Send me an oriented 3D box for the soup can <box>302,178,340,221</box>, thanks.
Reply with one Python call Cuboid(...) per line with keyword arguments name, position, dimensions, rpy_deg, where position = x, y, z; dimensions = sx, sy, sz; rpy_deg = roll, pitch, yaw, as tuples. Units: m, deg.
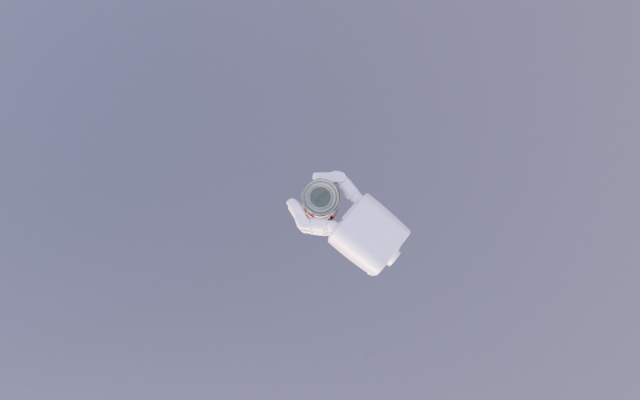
Cuboid(name="soup can", position=(0.000, 0.002, 0.863), dimensions=(0.068, 0.068, 0.102), rpy_deg=(0, -10, 0))
